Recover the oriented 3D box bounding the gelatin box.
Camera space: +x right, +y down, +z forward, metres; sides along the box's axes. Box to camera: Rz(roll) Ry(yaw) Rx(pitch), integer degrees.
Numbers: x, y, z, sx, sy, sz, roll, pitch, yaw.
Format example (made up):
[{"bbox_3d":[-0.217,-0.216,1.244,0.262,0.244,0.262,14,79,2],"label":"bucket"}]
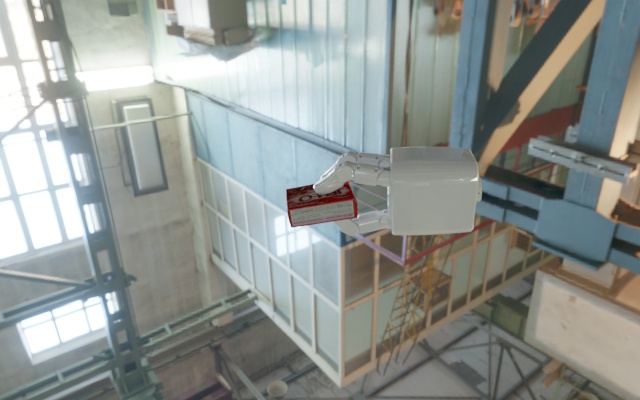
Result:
[{"bbox_3d":[0.000,0.003,0.632,0.089,0.030,0.073,-10,23,-2],"label":"gelatin box"}]
